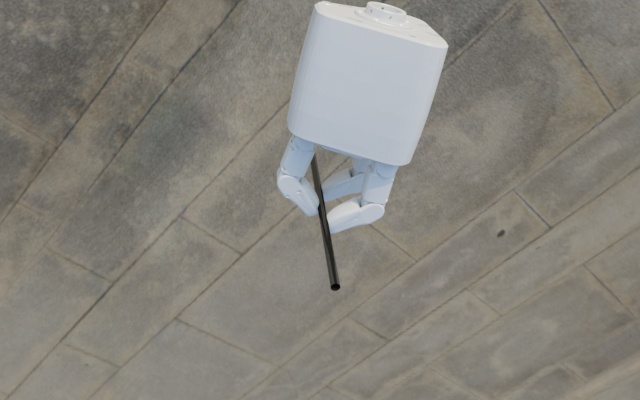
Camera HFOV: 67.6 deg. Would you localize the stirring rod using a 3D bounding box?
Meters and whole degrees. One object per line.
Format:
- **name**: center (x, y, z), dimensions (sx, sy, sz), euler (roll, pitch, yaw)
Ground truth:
- **stirring rod**: center (0.000, 0.001, 0.480), dimensions (0.011, 0.011, 0.239), euler (0, 34, -7)
